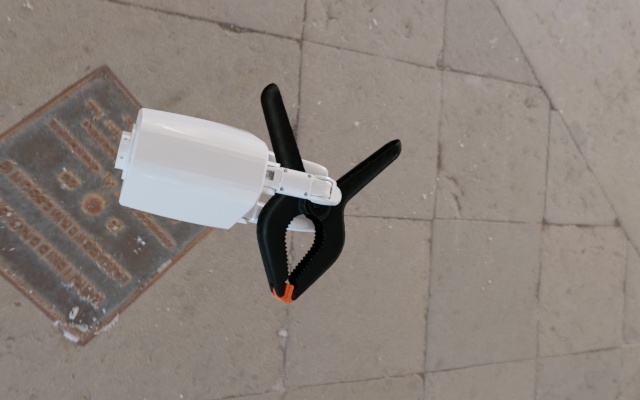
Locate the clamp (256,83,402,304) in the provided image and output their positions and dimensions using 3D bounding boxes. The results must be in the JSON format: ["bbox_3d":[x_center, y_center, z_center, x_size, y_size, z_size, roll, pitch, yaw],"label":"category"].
[{"bbox_3d":[0.000,0.002,0.491,0.164,0.210,0.036,12,-6,-22],"label":"clamp"}]
